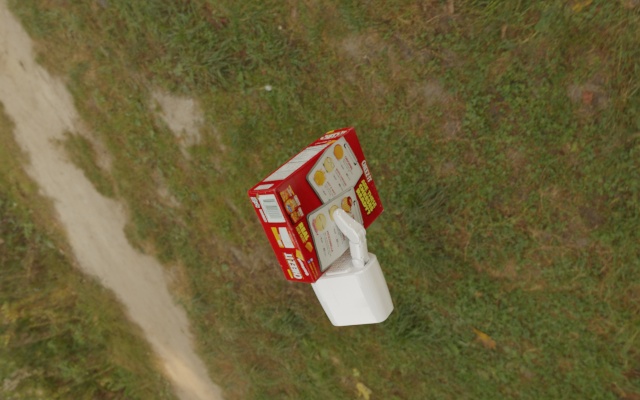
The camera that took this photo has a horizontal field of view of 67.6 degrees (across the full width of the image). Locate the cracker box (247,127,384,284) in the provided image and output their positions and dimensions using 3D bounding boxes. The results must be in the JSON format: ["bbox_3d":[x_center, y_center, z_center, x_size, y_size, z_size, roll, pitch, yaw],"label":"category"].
[{"bbox_3d":[0.000,0.003,0.767,0.072,0.164,0.213,-2,29,41],"label":"cracker box"}]
